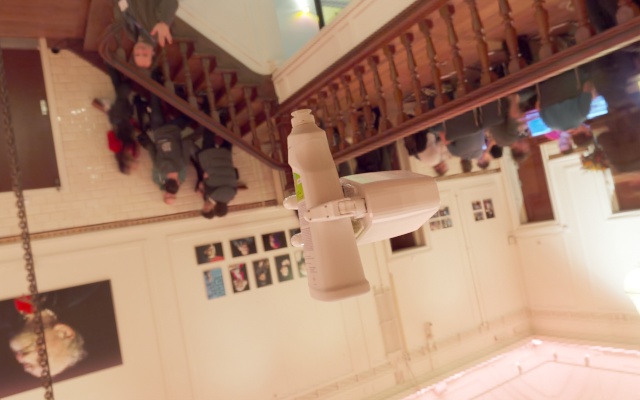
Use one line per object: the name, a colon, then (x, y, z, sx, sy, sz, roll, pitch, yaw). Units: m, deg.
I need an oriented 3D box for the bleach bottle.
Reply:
bleach bottle: (0.000, 0.002, 0.630, 0.068, 0.251, 0.102, -10, -4, -17)
